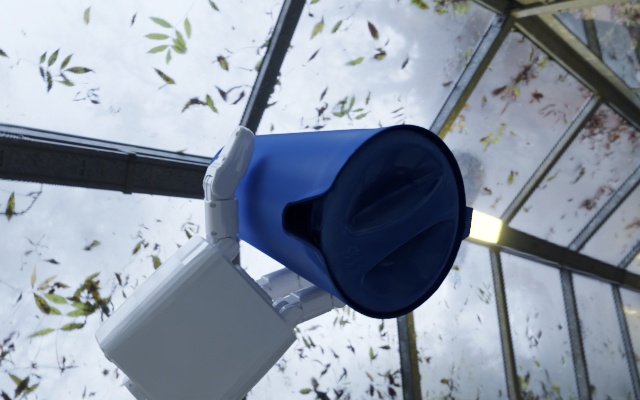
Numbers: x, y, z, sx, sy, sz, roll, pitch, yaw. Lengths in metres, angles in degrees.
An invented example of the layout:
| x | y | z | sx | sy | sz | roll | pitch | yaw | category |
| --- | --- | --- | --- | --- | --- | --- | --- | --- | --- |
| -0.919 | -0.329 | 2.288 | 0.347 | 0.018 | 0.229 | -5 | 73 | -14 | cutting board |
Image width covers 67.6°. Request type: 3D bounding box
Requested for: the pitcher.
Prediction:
| x | y | z | sx | sy | sz | roll | pitch | yaw | category |
| --- | --- | --- | --- | --- | --- | --- | --- | --- | --- |
| 0.000 | 0.001 | 0.420 | 0.145 | 0.149 | 0.243 | -47 | 31 | -19 | pitcher |
